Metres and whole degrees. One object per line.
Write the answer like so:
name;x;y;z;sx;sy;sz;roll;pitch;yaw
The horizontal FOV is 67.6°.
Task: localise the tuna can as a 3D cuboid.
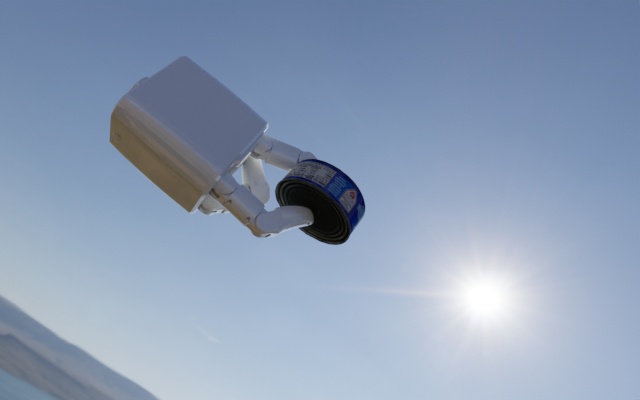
tuna can;0.000;0.001;0.464;0.086;0.086;0.033;0;42;47
